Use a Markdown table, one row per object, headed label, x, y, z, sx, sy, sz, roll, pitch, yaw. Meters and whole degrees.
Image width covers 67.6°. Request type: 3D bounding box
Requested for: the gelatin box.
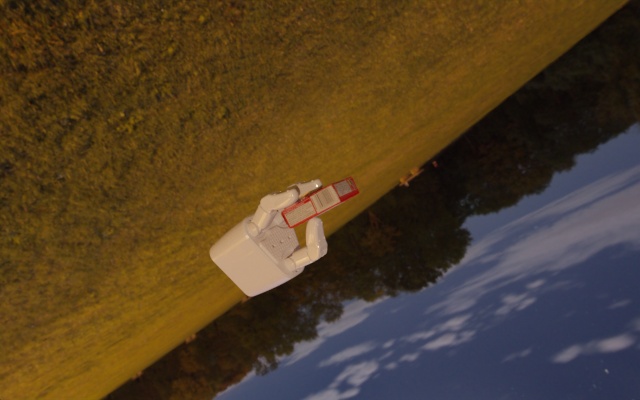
| label | x | y | z | sx | sy | sz | roll | pitch | yaw |
| --- | --- | --- | --- | --- | --- | --- | --- | --- | --- |
| gelatin box | 0.001 | 0.002 | 0.654 | 0.089 | 0.030 | 0.073 | -28 | -2 | 27 |
